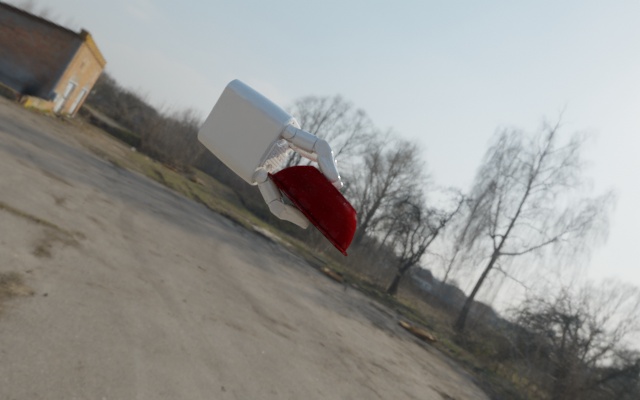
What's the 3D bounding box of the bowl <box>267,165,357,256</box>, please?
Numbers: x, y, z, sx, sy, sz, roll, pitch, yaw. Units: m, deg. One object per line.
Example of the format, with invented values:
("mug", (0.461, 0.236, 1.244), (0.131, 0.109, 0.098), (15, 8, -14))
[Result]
("bowl", (0.001, 0.003, 0.670), (0.055, 0.162, 0.162), (-43, 0, -1))
